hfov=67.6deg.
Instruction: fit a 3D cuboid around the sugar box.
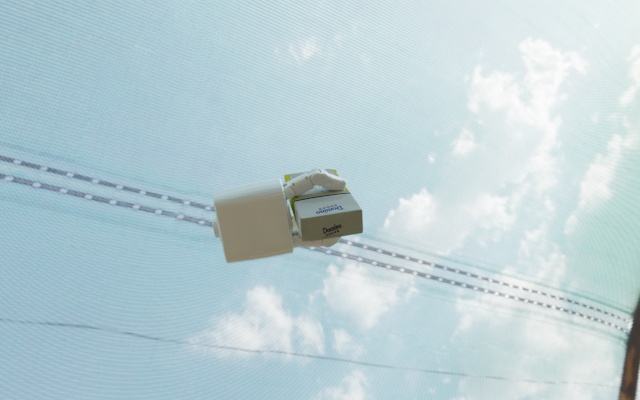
[{"bbox_3d":[0.000,0.003,0.756,0.093,0.048,0.176,-8,27,-8],"label":"sugar box"}]
